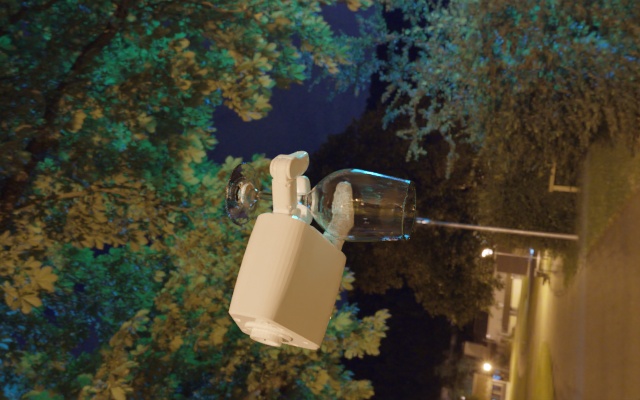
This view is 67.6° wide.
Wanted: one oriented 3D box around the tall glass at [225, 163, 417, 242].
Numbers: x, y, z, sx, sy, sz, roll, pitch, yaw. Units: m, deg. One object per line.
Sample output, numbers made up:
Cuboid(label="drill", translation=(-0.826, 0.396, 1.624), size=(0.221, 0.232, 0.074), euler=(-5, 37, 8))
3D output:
Cuboid(label="tall glass", translation=(-0.001, 0.001, 0.526), size=(0.201, 0.079, 0.079), euler=(5, 2, 22))
